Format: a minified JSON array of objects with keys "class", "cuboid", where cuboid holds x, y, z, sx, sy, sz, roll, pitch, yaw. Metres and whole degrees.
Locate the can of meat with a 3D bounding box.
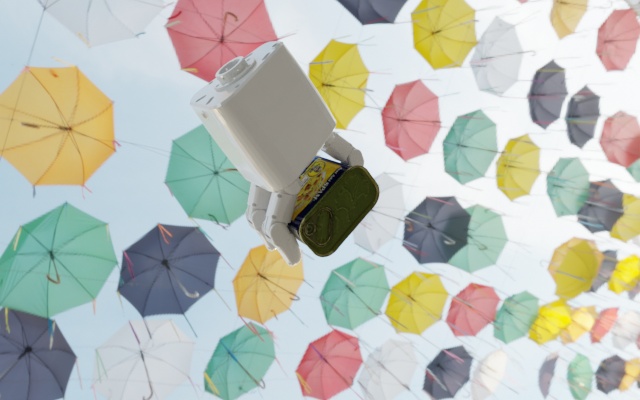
[{"class":"can of meat","cuboid":[0.000,0.002,0.527,0.057,0.102,0.084,49,-14,-33]}]
